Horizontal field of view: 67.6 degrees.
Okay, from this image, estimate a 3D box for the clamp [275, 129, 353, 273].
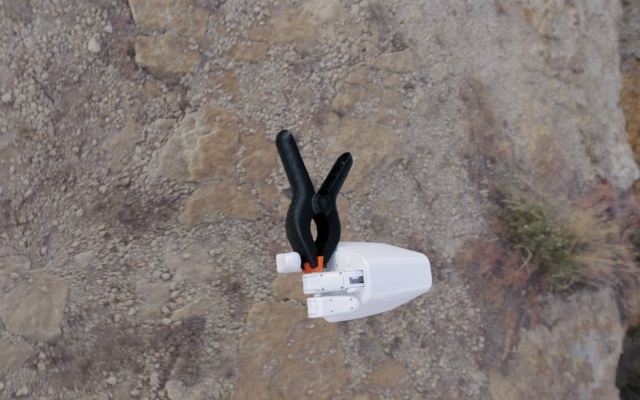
[{"bbox_3d":[0.000,0.002,0.590,0.120,0.171,0.039,2,-8,-37],"label":"clamp"}]
